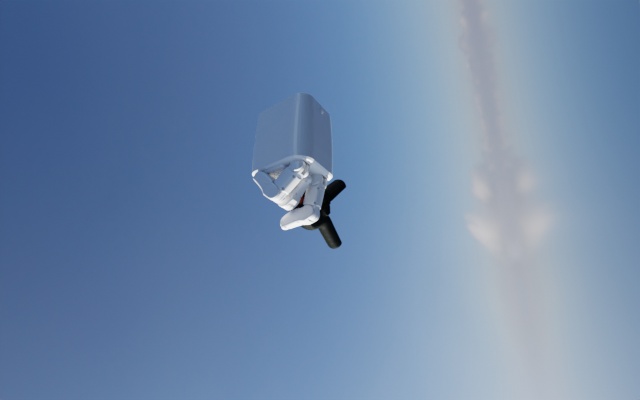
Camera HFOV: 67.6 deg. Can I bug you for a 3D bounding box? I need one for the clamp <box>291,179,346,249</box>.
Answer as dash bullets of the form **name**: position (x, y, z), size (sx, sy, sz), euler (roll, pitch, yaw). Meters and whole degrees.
- **clamp**: position (-0.001, 0.003, 0.775), size (0.039, 0.120, 0.171), euler (-5, -21, 23)
